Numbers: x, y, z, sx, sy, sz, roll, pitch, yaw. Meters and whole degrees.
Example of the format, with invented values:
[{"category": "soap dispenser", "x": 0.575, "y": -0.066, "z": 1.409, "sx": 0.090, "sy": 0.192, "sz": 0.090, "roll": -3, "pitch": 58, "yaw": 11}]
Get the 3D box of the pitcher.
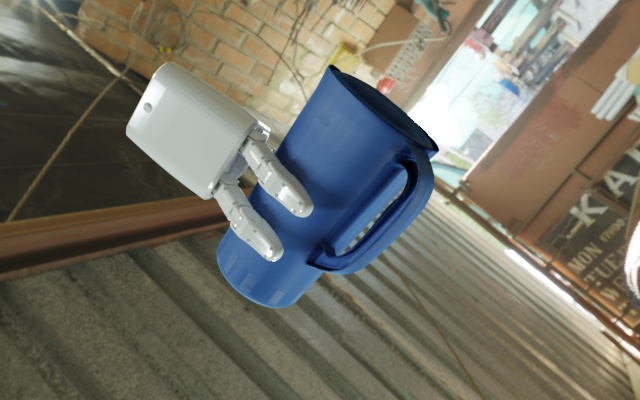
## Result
[{"category": "pitcher", "x": 0.000, "y": 0.001, "z": 0.487, "sx": 0.145, "sy": 0.243, "sz": 0.149, "roll": 37, "pitch": 21, "yaw": 0}]
